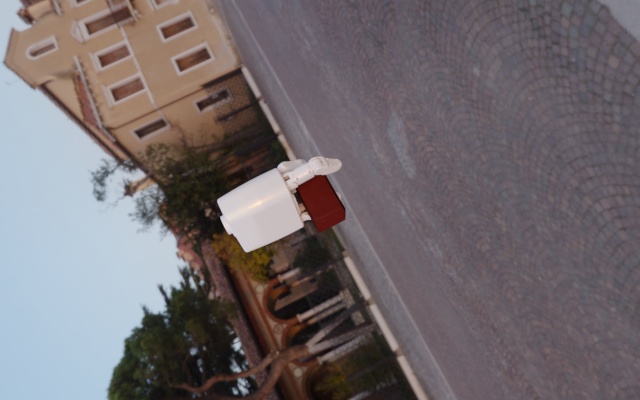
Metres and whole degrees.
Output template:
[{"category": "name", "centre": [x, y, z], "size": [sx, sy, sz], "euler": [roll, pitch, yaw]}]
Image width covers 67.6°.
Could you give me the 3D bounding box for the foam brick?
[{"category": "foam brick", "centre": [0.000, 0.003, 0.762], "size": [0.051, 0.078, 0.053], "euler": [-27, -23, -7]}]
